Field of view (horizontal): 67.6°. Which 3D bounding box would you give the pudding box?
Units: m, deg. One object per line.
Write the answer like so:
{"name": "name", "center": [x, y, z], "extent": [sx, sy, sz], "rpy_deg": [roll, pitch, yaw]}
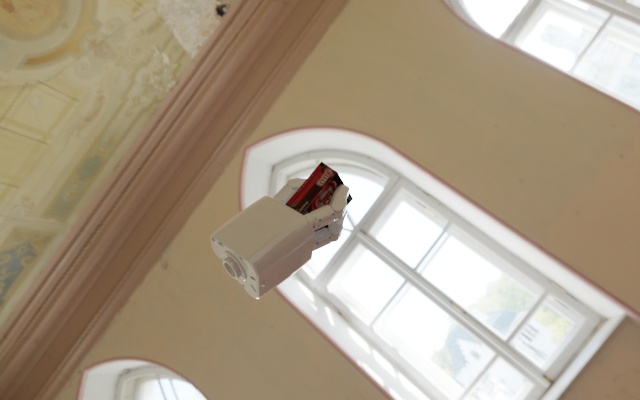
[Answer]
{"name": "pudding box", "center": [0.000, 0.002, 0.746], "extent": [0.039, 0.090, 0.113], "rpy_deg": [38, -6, 24]}
